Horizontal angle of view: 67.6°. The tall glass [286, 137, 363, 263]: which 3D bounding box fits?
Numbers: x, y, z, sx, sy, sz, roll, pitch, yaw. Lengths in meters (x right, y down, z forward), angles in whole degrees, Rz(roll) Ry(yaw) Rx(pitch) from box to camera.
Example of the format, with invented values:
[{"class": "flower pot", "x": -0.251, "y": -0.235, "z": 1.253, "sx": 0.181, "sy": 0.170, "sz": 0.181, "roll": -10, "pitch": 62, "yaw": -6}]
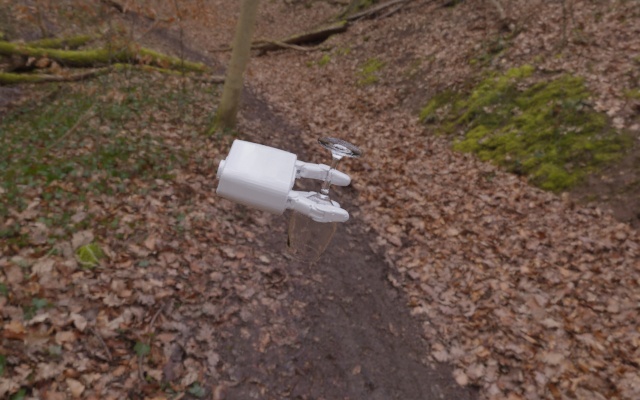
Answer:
[{"class": "tall glass", "x": 0.000, "y": 0.002, "z": 0.780, "sx": 0.079, "sy": 0.201, "sz": 0.079, "roll": 16, "pitch": 22, "yaw": -7}]
